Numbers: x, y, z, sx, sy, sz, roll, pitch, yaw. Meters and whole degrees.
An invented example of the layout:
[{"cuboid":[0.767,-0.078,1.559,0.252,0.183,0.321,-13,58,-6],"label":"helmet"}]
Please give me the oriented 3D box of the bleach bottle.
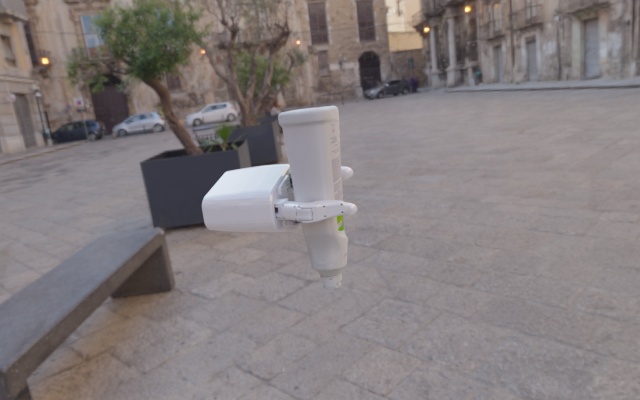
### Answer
[{"cuboid":[0.000,0.002,0.649,0.068,0.251,0.102,-3,13,17],"label":"bleach bottle"}]
